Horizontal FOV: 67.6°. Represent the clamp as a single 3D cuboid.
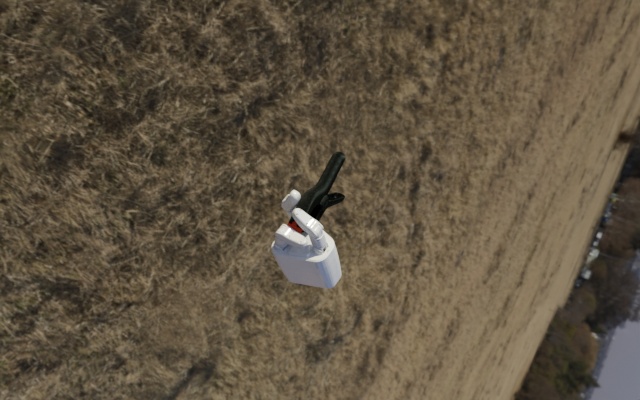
[{"bbox_3d":[0.001,0.003,0.882,0.039,0.171,0.120,22,-31,30],"label":"clamp"}]
